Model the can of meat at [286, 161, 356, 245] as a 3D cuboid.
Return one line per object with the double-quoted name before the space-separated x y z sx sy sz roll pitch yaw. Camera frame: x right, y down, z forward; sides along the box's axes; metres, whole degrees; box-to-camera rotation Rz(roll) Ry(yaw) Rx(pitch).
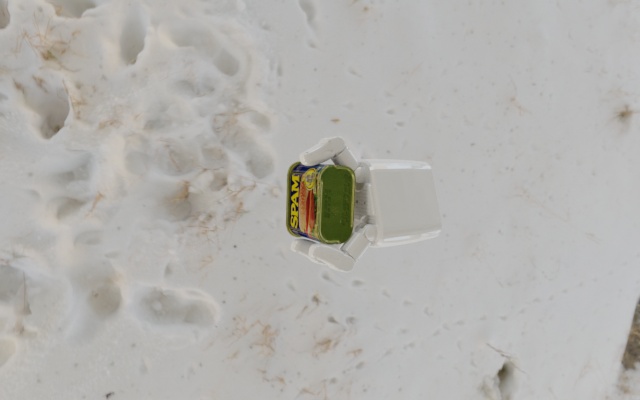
"can of meat" 0.000 0.002 0.605 0.057 0.102 0.084 -1 5 -30
